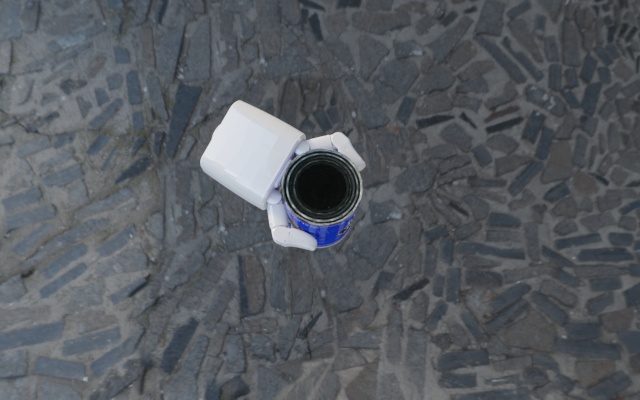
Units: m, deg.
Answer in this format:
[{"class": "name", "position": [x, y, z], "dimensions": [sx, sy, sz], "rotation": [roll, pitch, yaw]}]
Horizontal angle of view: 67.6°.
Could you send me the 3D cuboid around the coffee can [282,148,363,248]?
[{"class": "coffee can", "position": [0.000, 0.002, 0.662], "dimensions": [0.103, 0.102, 0.140], "rotation": [0, -17, -2]}]
